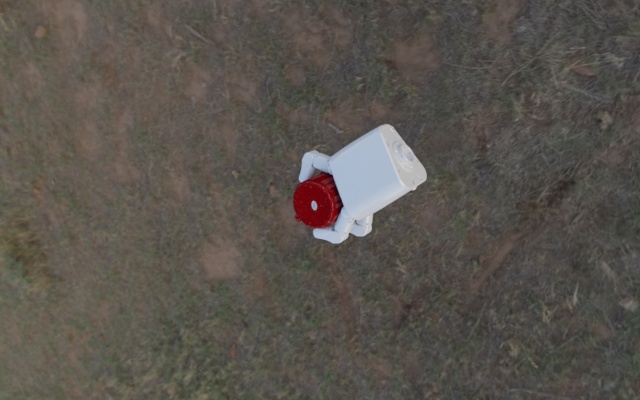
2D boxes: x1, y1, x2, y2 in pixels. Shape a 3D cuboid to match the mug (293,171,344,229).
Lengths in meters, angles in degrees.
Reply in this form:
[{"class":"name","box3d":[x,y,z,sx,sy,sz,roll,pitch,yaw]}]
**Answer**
[{"class":"mug","box3d":[-0.001,0.003,0.794,0.117,0.093,0.081,-33,-4,36]}]
